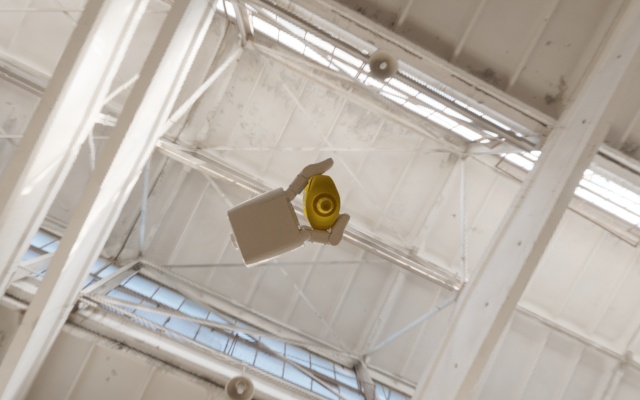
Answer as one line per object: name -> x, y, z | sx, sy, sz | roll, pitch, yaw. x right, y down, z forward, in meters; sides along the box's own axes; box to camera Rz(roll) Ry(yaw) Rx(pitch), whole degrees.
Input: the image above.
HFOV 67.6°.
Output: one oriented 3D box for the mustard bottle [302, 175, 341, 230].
mustard bottle -> 0.000, 0.003, 0.836 | 0.058, 0.096, 0.191 | 4, 3, -4
